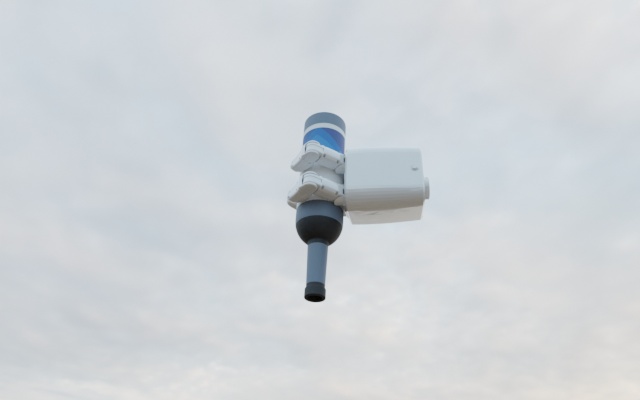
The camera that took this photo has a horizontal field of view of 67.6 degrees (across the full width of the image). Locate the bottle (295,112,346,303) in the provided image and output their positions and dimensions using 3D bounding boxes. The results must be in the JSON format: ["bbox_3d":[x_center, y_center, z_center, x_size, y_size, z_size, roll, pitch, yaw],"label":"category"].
[{"bbox_3d":[0.000,0.002,0.682,0.069,0.295,0.069,2,-35,2],"label":"bottle"}]
